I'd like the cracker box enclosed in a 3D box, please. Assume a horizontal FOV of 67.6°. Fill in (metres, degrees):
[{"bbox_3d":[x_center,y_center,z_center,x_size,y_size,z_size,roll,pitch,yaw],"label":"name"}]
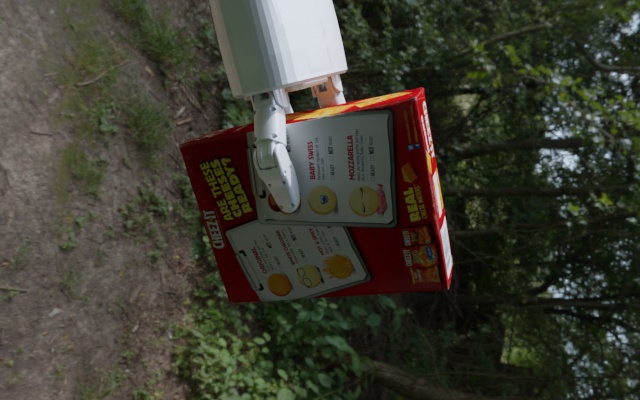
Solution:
[{"bbox_3d":[0.000,0.001,0.437,0.214,0.164,0.072,-8,16,21],"label":"cracker box"}]
